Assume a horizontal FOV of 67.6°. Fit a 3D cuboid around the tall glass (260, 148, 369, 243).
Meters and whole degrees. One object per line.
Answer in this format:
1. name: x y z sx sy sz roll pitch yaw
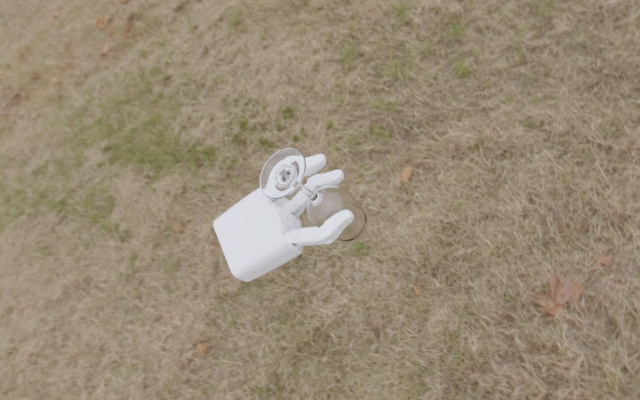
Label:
1. tall glass: 0.000 0.002 0.704 0.079 0.079 0.201 0 -23 34
